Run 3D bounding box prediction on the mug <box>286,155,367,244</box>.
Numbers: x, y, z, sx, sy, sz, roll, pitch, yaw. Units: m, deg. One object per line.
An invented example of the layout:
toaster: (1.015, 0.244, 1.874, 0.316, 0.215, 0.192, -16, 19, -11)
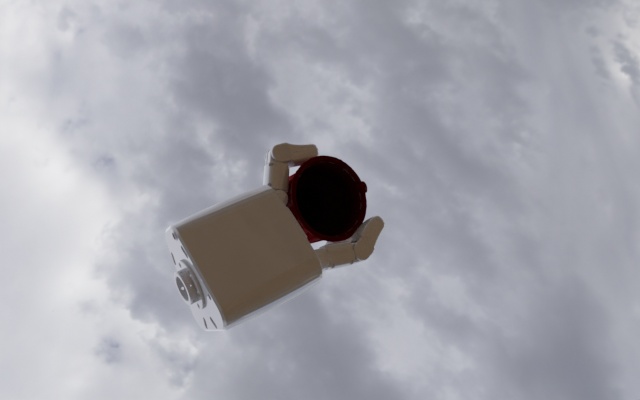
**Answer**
mug: (0.001, 0.001, 0.540, 0.117, 0.093, 0.081, -22, 0, -33)
